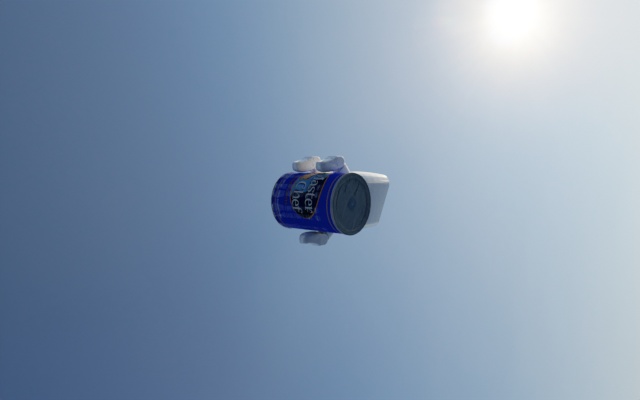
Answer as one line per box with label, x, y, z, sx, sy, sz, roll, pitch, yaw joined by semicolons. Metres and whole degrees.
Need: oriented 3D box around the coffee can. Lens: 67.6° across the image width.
coffee can;0.000;0.003;0.818;0.140;0.103;0.103;4;2;41
